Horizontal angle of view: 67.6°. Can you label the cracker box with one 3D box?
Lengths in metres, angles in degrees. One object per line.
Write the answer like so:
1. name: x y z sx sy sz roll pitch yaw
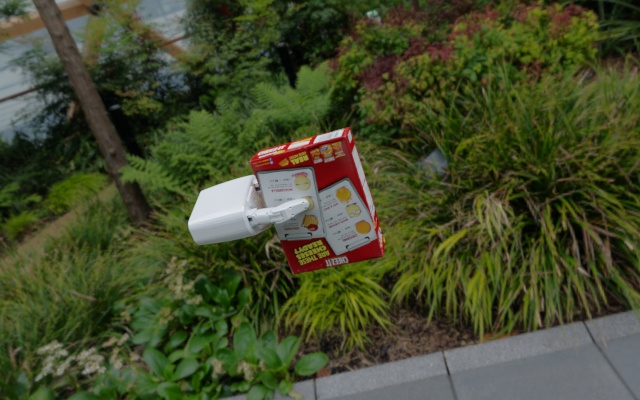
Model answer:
1. cracker box: 0.000 0.003 0.790 0.164 0.214 0.072 -13 21 17
